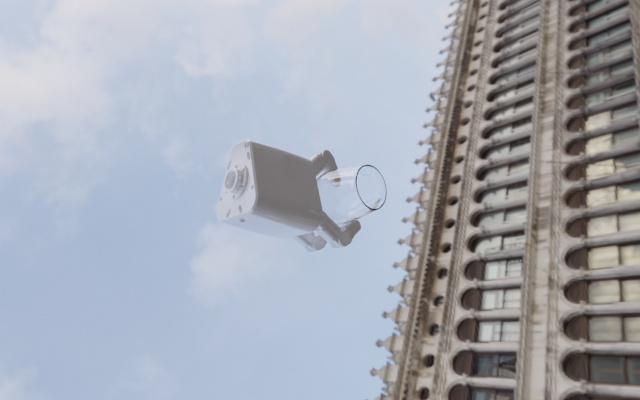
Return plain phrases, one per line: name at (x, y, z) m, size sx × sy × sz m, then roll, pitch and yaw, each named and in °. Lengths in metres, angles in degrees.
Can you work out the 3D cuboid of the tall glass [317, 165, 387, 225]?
tall glass at (0.000, 0.002, 0.698) m, size 0.079 × 0.079 × 0.201 m, roll 0°, pitch -12°, yaw -44°
